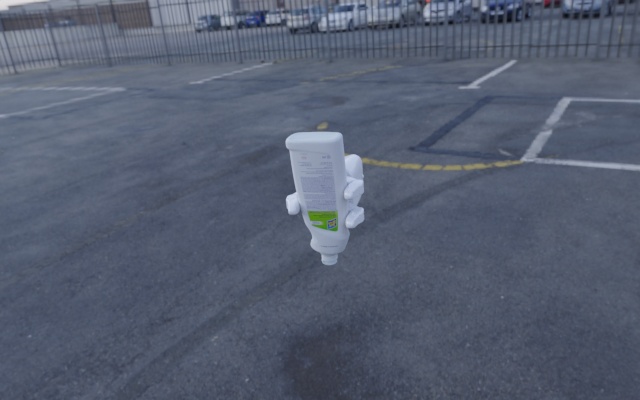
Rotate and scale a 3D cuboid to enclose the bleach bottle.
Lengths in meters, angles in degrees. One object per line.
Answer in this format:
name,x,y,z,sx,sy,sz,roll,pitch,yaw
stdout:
bleach bottle,0.000,0.003,0.883,0.102,0.251,0.068,2,23,16
